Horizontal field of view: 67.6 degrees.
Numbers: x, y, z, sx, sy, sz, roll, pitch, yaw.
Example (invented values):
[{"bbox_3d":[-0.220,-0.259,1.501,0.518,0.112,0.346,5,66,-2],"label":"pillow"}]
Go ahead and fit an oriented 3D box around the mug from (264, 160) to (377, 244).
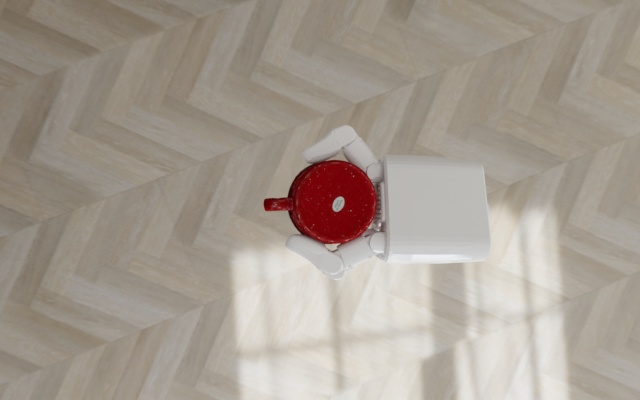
[{"bbox_3d":[-0.001,0.002,0.492,0.117,0.093,0.081,0,-1,-4],"label":"mug"}]
